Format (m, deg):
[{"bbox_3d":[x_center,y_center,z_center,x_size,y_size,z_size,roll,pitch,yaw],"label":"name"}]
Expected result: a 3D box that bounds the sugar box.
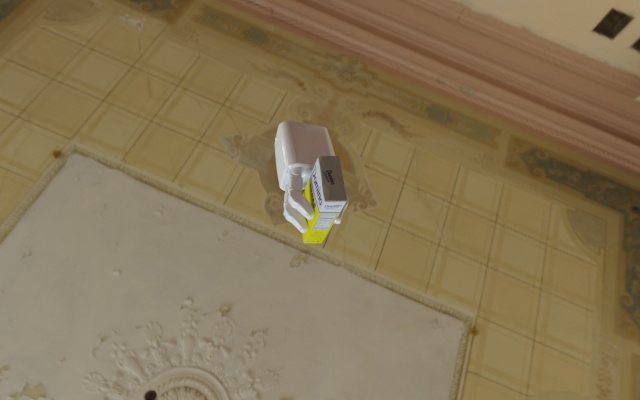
[{"bbox_3d":[0.000,0.003,0.878,0.048,0.093,0.176,-1,-28,-13],"label":"sugar box"}]
